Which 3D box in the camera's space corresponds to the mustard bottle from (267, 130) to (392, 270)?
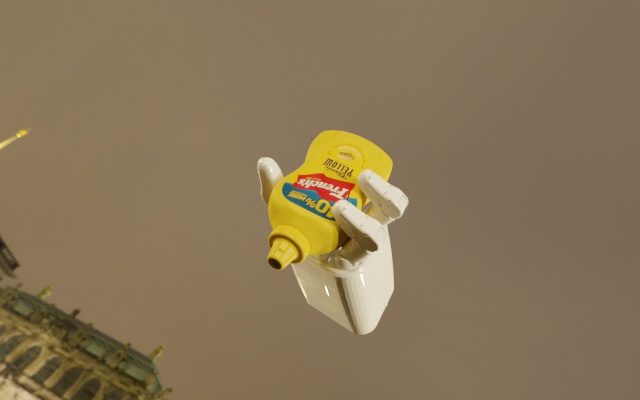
[{"bbox_3d":[0.000,0.001,0.508,0.096,0.058,0.191,27,48,11],"label":"mustard bottle"}]
